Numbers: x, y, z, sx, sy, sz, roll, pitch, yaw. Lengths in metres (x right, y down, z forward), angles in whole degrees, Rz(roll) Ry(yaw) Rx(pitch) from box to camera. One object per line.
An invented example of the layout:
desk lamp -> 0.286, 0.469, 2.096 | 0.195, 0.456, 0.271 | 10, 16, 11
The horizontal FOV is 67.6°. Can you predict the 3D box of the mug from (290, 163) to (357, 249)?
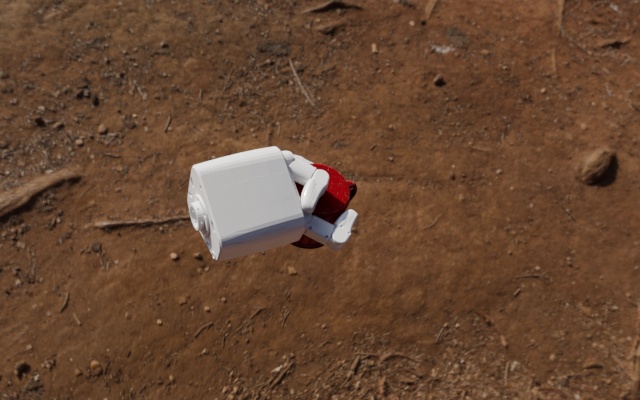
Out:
mug -> 0.001, 0.002, 0.639 | 0.117, 0.093, 0.081 | -16, -26, -29
